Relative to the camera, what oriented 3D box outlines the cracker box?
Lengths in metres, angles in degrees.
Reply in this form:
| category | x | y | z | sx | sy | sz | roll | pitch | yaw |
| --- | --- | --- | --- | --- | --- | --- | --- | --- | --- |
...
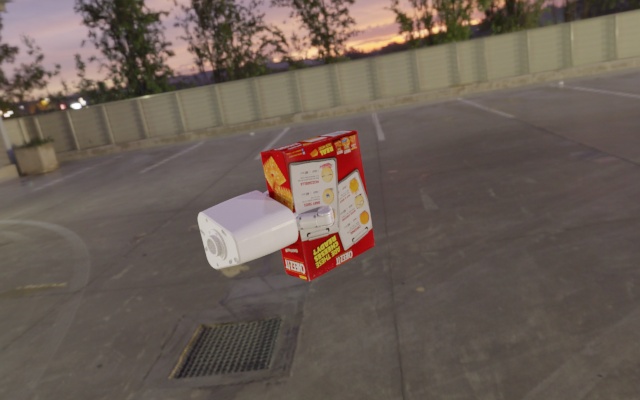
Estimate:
| category | x | y | z | sx | sy | sz | roll | pitch | yaw |
| --- | --- | --- | --- | --- | --- | --- | --- | --- | --- |
| cracker box | 0.000 | 0.002 | 0.805 | 0.164 | 0.214 | 0.072 | -22 | 19 | -38 |
